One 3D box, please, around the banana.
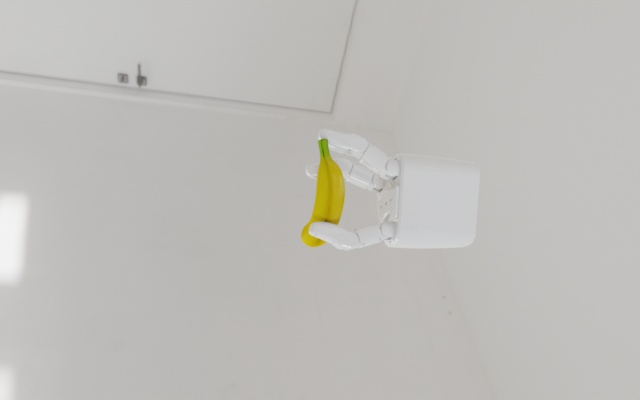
[{"bbox_3d":[0.003,0.014,0.618,0.037,0.069,0.198,1,-40,-11],"label":"banana"}]
